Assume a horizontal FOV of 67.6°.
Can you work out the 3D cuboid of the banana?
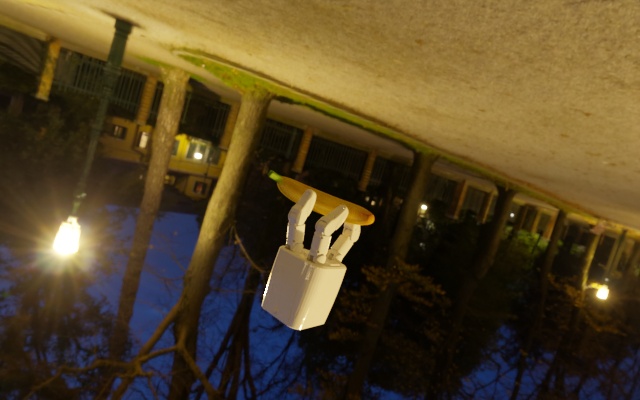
[{"bbox_3d":[0.003,0.004,0.799,0.198,0.037,0.069,22,0,19],"label":"banana"}]
